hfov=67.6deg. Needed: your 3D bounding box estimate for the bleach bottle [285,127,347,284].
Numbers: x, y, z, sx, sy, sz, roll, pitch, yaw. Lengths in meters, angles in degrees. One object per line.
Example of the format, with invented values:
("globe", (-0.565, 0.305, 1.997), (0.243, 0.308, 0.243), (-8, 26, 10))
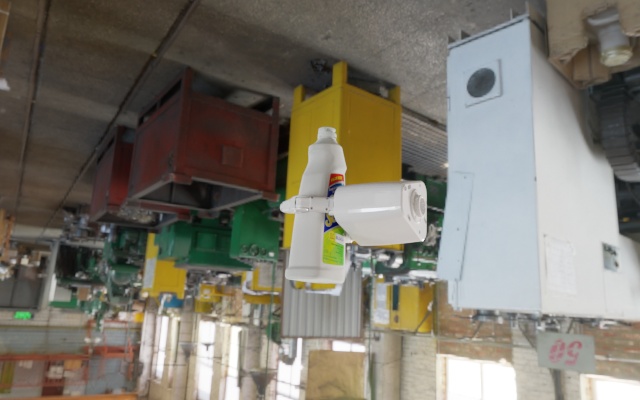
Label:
("bleach bottle", (0.000, 0.003, 0.761), (0.068, 0.250, 0.102), (-5, -15, 32))
